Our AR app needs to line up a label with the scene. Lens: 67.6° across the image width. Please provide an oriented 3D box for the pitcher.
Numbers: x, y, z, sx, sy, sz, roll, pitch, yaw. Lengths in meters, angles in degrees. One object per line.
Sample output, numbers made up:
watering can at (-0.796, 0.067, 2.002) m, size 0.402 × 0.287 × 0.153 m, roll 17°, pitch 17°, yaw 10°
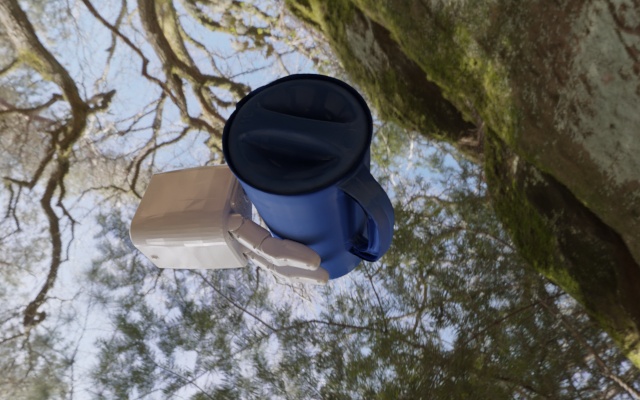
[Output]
pitcher at (0.000, 0.002, 0.506) m, size 0.145 × 0.149 × 0.243 m, roll -4°, pitch -30°, yaw 6°
